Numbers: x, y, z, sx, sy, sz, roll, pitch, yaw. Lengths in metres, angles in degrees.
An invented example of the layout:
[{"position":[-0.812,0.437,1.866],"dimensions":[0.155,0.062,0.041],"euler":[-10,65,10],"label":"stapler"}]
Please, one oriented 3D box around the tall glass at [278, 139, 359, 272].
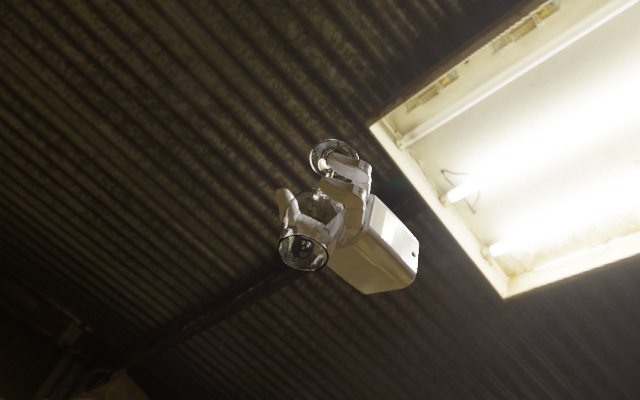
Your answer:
[{"position":[0.000,0.002,0.635],"dimensions":[0.079,0.079,0.201],"euler":[0,38,16],"label":"tall glass"}]
